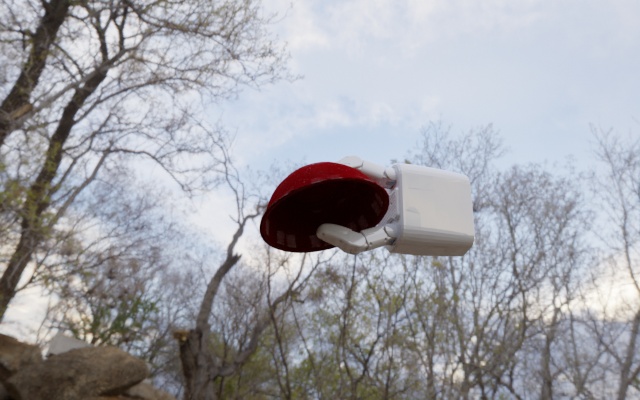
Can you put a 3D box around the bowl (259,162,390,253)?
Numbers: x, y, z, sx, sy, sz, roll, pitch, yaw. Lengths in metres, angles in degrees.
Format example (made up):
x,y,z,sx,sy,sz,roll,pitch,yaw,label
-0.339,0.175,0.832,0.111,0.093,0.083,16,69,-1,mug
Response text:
x,y,z,sx,sy,sz,roll,pitch,yaw,label
-0.001,0.001,0.589,0.162,0.055,0.162,-12,-32,-8,bowl
